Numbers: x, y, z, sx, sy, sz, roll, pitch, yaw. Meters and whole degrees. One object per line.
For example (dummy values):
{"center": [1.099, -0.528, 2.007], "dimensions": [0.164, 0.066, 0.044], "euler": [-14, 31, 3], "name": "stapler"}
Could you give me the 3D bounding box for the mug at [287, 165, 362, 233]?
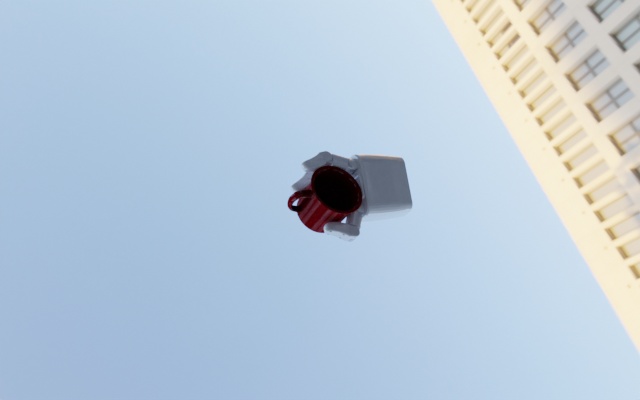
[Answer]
{"center": [-0.001, 0.003, 0.792], "dimensions": [0.117, 0.093, 0.081], "euler": [-2, -30, -31], "name": "mug"}
